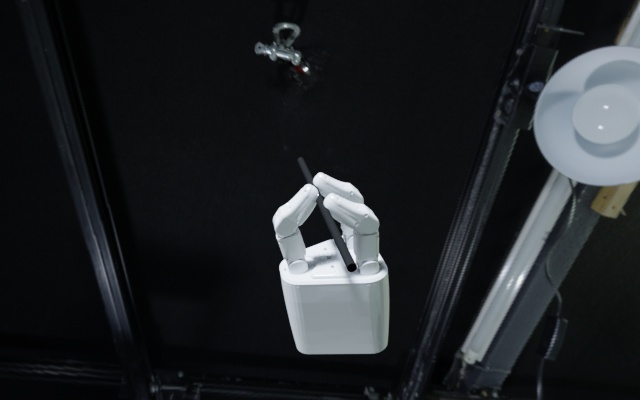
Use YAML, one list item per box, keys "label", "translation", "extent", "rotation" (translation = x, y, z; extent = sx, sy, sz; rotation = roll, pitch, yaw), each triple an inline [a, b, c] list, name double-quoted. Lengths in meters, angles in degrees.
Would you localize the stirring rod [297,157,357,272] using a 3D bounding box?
- label: "stirring rod"
  translation: [0.000, 0.002, 0.474]
  extent: [0.011, 0.011, 0.239]
  rotation: [0, 25, -13]
